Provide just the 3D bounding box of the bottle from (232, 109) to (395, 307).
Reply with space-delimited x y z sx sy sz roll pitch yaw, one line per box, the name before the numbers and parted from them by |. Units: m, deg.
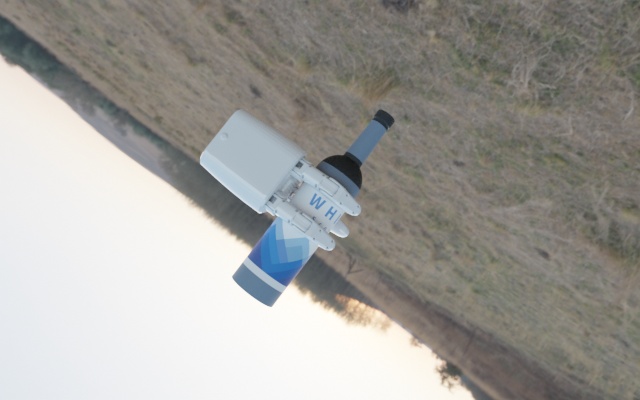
bottle | 0.000 0.002 0.631 0.069 0.295 0.069 37 -5 4
